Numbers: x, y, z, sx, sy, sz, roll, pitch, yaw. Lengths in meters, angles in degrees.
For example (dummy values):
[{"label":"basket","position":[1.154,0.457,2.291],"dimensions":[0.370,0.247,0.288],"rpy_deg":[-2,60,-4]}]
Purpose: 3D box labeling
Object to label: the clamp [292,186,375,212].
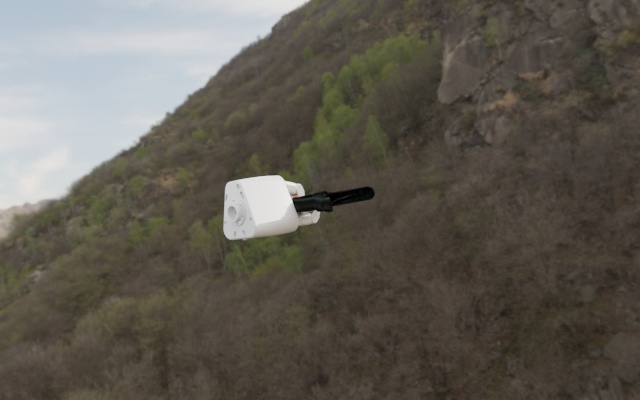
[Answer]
[{"label":"clamp","position":[0.000,0.002,0.873],"dimensions":[0.171,0.039,0.120],"rpy_deg":[-10,-1,40]}]
